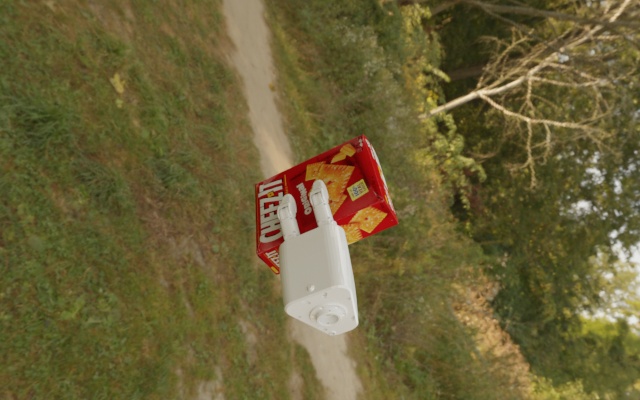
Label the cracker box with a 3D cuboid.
[{"bbox_3d":[0.000,0.003,0.769,0.214,0.164,0.072,-23,-47,14],"label":"cracker box"}]
